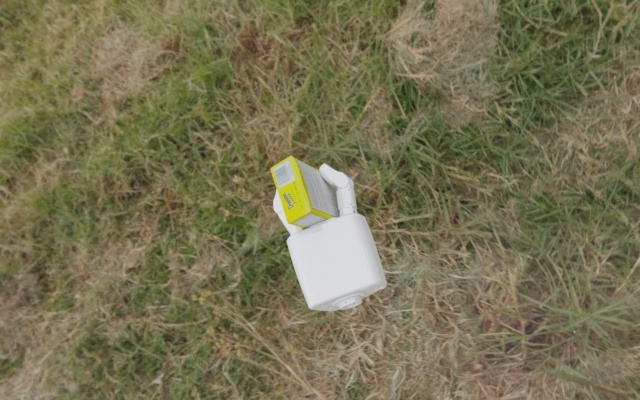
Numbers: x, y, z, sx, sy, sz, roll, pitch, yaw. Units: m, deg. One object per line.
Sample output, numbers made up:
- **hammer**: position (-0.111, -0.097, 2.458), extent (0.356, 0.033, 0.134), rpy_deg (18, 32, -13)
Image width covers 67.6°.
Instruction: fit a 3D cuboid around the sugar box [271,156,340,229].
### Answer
- **sugar box**: position (0.000, 0.003, 0.726), extent (0.048, 0.093, 0.176), rpy_deg (-27, -25, 19)
